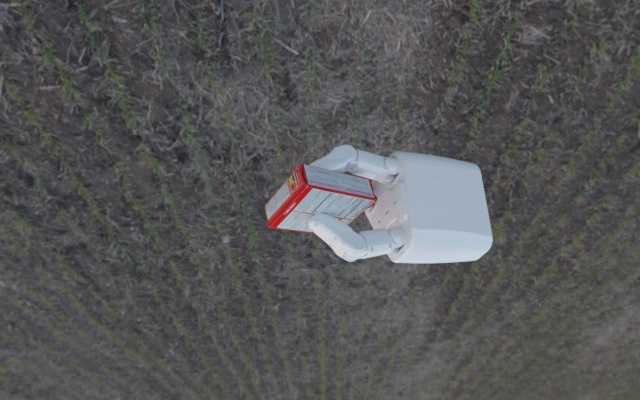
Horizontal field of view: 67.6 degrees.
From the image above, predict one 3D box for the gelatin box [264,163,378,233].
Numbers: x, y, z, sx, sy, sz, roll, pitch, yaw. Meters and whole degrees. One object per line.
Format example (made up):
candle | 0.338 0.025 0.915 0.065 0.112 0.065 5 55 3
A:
gelatin box | 0.000 0.002 0.478 0.089 0.030 0.073 9 -39 -35
